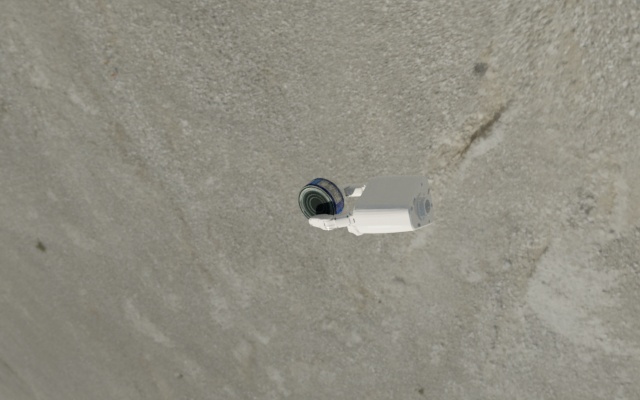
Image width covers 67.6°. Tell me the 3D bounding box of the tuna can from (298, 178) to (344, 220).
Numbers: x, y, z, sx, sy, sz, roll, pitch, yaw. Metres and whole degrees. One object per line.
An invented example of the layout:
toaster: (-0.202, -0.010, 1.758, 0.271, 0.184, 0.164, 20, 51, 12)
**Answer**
tuna can: (0.000, 0.003, 0.899, 0.086, 0.086, 0.033, 0, 25, 36)
